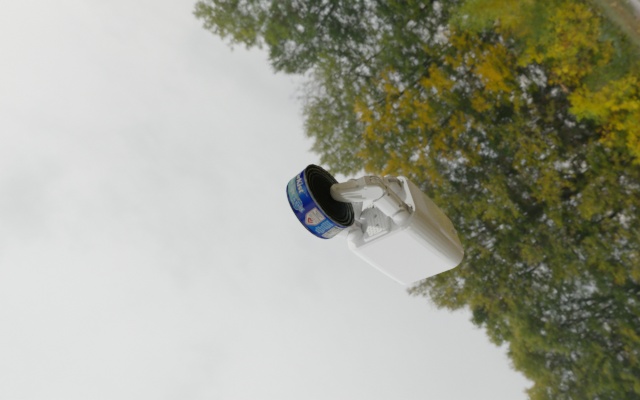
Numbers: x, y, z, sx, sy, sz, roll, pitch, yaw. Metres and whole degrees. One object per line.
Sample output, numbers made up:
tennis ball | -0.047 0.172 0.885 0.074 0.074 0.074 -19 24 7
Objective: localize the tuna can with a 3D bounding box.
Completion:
tuna can | 0.000 0.002 0.555 0.034 0.086 0.086 -36 -17 24
